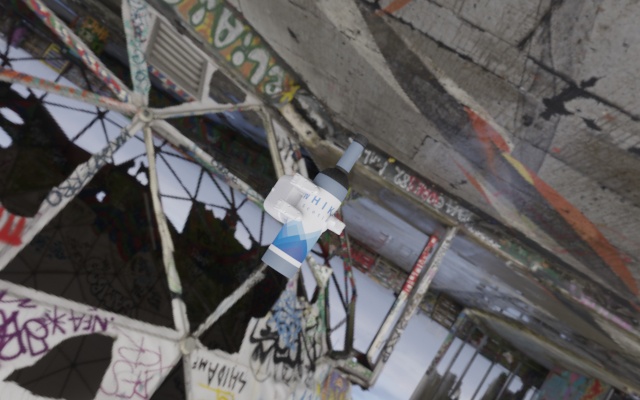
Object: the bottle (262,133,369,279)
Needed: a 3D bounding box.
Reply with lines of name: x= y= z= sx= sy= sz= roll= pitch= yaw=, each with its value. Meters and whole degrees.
bottle: x=0.000 y=0.003 z=0.886 sx=0.069 sy=0.295 sz=0.069 roll=33 pitch=-6 yaw=4
